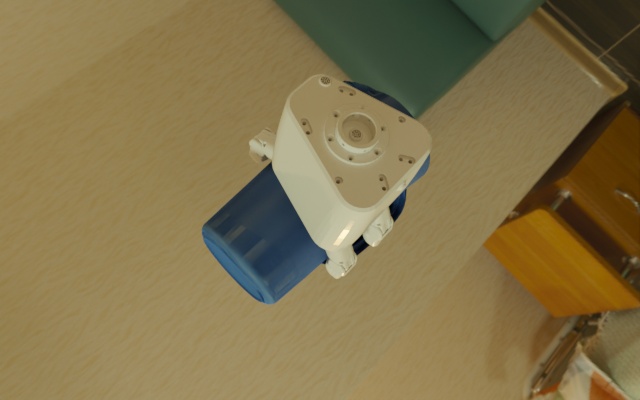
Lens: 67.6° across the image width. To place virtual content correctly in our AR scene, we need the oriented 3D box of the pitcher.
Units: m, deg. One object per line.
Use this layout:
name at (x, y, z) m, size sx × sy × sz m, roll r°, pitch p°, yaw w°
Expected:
pitcher at (0.000, 0.002, 0.526) m, size 0.242 × 0.149 × 0.145 m, roll -42°, pitch -7°, yaw -20°
